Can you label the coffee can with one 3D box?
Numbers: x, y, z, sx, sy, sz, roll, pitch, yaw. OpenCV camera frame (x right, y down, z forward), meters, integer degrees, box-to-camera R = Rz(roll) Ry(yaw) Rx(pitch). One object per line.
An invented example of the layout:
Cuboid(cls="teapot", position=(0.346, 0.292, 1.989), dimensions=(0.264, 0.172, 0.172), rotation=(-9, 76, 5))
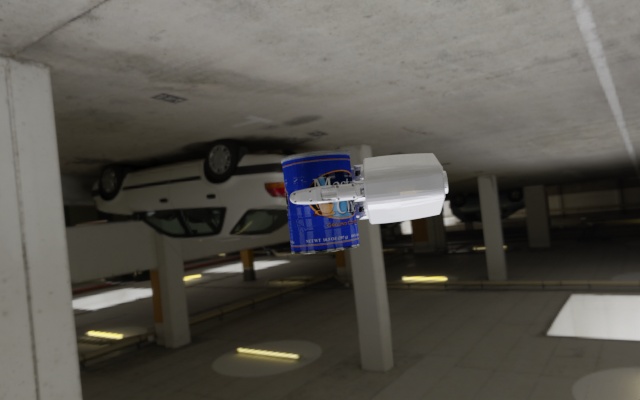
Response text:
Cuboid(cls="coffee can", position=(0.000, 0.002, 0.704), dimensions=(0.103, 0.140, 0.103), rotation=(-6, -1, 0))
